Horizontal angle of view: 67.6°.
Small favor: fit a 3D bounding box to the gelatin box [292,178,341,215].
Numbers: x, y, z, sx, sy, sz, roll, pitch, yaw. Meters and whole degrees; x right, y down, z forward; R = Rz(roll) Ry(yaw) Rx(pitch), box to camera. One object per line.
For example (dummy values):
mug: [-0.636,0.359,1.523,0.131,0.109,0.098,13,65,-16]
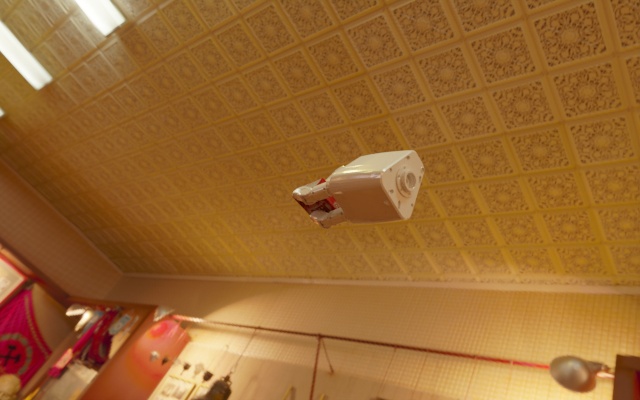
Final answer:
gelatin box: [0.000,0.003,0.851,0.030,0.073,0.089,-51,17,-28]
